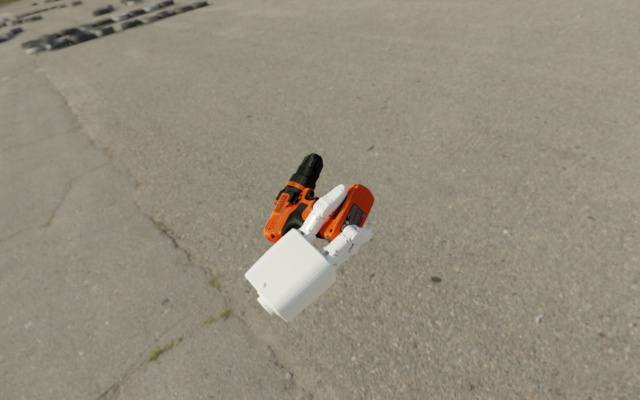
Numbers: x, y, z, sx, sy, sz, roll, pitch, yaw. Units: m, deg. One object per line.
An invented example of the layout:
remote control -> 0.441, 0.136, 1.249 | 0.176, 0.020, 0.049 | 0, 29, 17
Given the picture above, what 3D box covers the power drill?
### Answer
power drill -> 0.000, 0.003, 0.818 | 0.187, 0.184, 0.057 | 10, -21, 49
